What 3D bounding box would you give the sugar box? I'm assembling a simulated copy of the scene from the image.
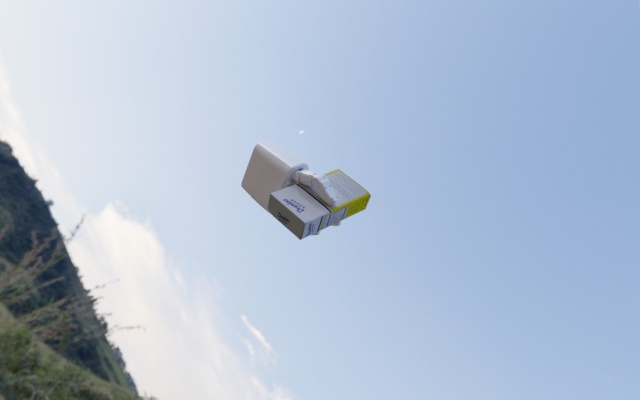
[{"bbox_3d":[0.000,0.003,0.864,0.176,0.048,0.093,-24,51,-39],"label":"sugar box"}]
